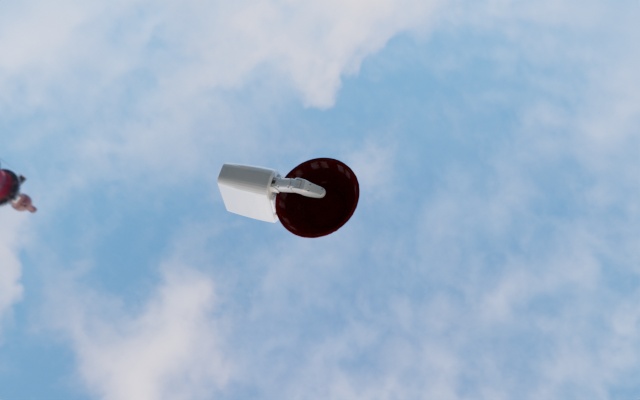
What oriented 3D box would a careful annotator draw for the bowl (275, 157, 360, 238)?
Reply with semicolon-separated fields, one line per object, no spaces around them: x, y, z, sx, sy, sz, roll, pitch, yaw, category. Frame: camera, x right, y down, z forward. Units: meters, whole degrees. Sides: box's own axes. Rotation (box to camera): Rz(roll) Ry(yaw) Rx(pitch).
0.001;0.004;0.884;0.162;0.162;0.055;0;-25;20;bowl
